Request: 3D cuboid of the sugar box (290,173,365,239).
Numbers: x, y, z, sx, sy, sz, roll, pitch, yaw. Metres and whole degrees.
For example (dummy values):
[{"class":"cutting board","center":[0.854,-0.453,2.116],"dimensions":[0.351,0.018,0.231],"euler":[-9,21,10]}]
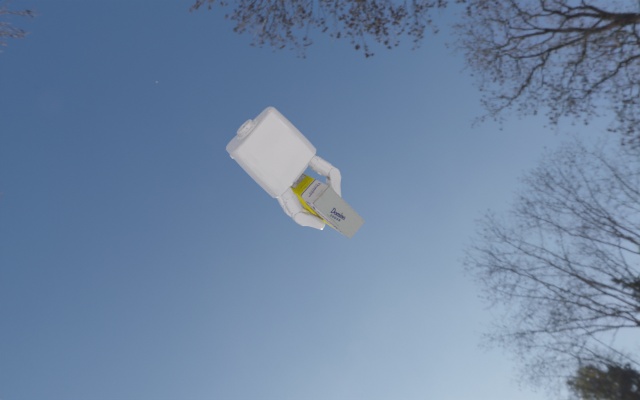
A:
[{"class":"sugar box","center":[0.000,0.003,0.832],"dimensions":[0.093,0.048,0.176],"euler":[44,-3,-22]}]
